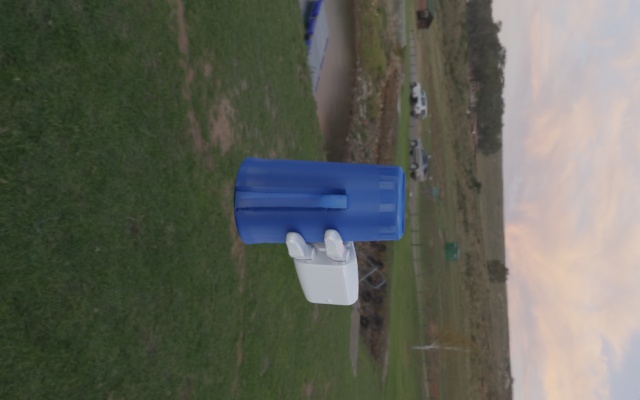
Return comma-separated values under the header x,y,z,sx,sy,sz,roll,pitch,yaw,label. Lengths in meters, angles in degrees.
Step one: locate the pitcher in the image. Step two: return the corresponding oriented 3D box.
x,y,z,sx,sy,sz,roll,pitch,yaw,label
0.000,0.002,0.702,0.243,0.145,0.149,1,43,11,pitcher
